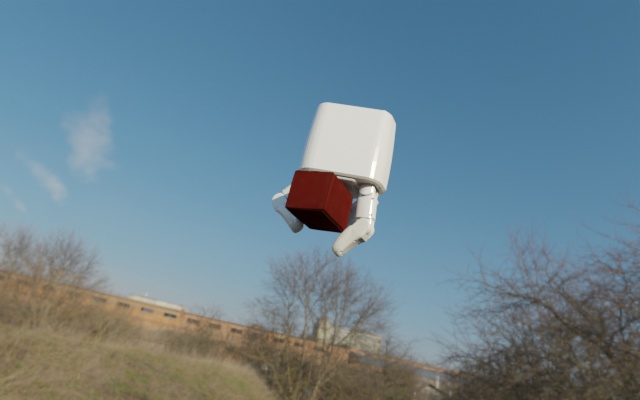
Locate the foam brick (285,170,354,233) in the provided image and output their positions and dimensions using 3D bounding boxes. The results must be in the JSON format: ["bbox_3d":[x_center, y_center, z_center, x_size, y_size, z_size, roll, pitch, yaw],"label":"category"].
[{"bbox_3d":[0.000,0.002,0.591,0.053,0.051,0.078,6,-20,26],"label":"foam brick"}]
